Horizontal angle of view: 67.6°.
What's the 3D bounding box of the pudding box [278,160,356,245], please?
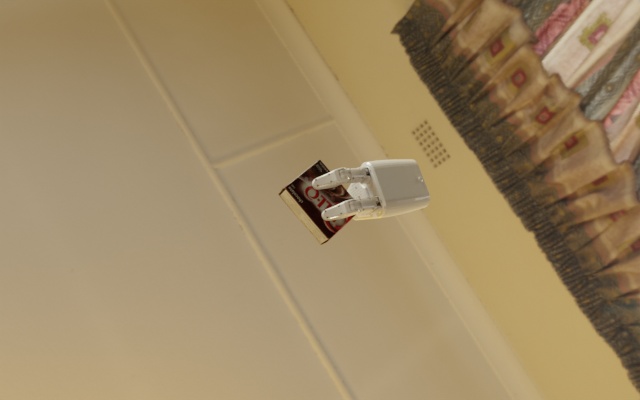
[{"bbox_3d":[0.000,0.003,0.791,0.090,0.113,0.039,-41,-1,-34],"label":"pudding box"}]
